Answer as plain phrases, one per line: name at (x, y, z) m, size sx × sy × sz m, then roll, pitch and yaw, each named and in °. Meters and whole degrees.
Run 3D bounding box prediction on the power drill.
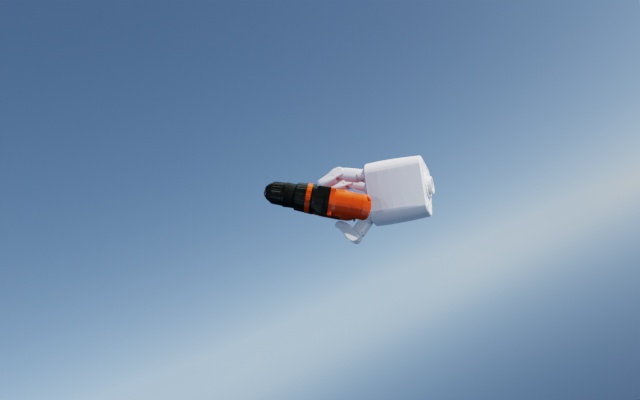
power drill at (0.000, 0.003, 0.880) m, size 0.184 × 0.057 × 0.187 m, roll 11°, pitch 0°, yaw 5°
